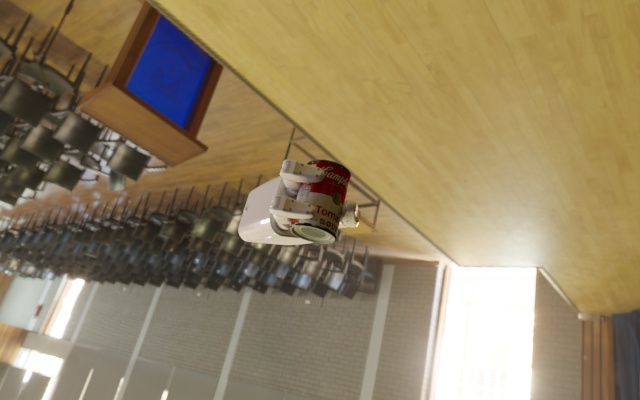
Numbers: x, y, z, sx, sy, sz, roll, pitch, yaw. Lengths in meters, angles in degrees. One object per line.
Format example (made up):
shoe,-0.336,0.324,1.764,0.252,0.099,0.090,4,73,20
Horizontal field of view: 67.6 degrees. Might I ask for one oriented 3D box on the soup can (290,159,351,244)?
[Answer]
soup can,0.000,0.002,0.677,0.068,0.102,0.068,12,-23,5
